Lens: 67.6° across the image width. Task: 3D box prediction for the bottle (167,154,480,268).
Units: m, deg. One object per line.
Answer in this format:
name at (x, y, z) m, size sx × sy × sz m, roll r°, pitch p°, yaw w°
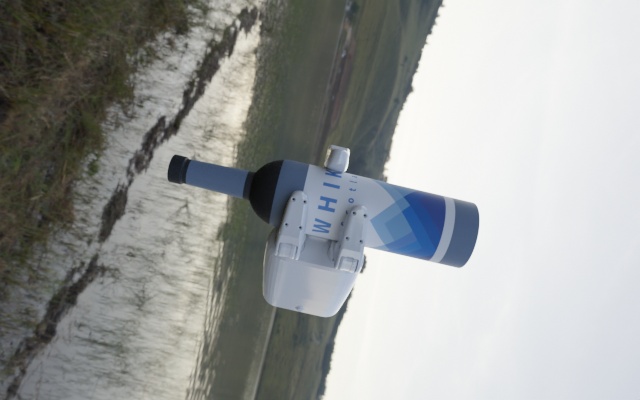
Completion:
bottle at (0.000, 0.002, 0.466) m, size 0.296 × 0.069 × 0.069 m, roll 13°, pitch -1°, yaw -2°
